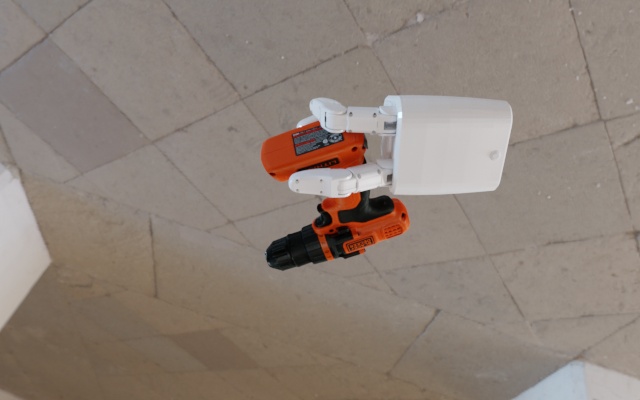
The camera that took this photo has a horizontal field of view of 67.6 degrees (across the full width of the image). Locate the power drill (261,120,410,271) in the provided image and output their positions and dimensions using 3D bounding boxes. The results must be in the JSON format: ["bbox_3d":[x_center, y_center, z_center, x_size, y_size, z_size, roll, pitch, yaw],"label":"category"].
[{"bbox_3d":[0.000,0.001,0.541,0.184,0.057,0.188,-20,-42,4],"label":"power drill"}]
